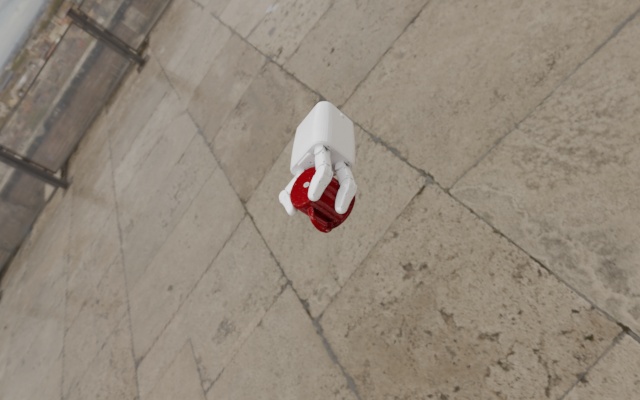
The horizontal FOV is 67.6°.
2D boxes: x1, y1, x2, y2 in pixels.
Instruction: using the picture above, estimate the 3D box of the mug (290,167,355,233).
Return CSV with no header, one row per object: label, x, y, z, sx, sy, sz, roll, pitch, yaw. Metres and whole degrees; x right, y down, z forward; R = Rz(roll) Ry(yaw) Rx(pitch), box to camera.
mug,0.000,0.004,0.836,0.093,0.117,0.081,-28,-46,35
